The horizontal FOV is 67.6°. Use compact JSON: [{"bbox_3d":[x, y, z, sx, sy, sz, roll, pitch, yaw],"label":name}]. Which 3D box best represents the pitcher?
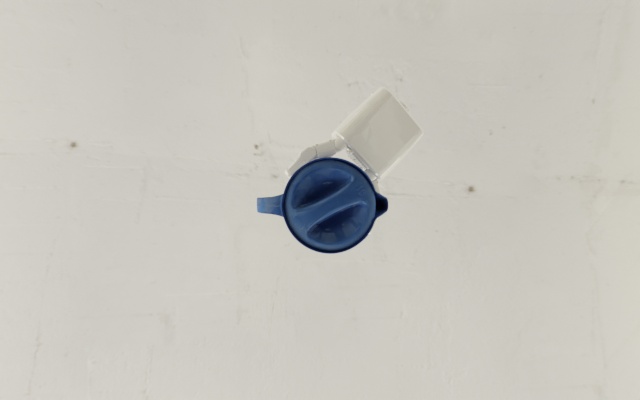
[{"bbox_3d":[0.000,0.002,0.769,0.149,0.145,0.243,43,0,-2],"label":"pitcher"}]
